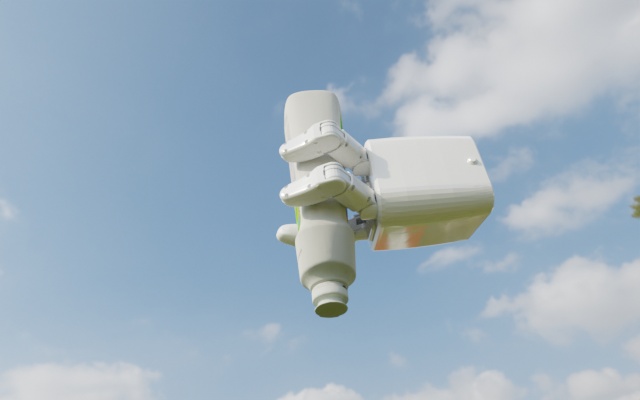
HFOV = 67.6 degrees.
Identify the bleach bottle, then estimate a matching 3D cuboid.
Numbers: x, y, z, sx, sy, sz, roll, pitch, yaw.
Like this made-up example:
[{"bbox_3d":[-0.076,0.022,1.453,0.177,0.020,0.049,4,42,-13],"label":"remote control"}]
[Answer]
[{"bbox_3d":[0.000,0.001,0.484,0.068,0.250,0.103,-4,-40,-1],"label":"bleach bottle"}]
